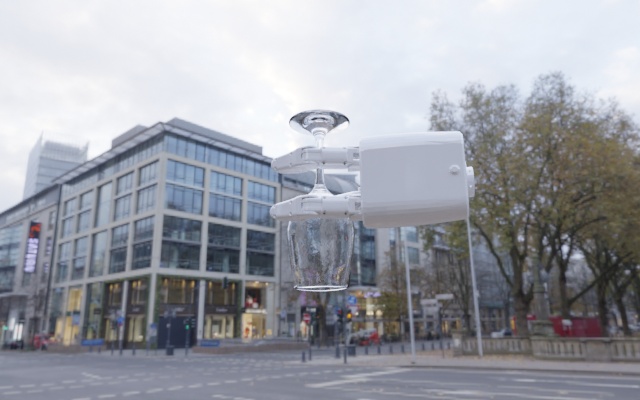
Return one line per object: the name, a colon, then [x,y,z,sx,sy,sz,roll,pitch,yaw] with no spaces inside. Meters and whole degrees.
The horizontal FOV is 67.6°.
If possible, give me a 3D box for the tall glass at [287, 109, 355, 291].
tall glass: [0.000,0.001,0.553,0.079,0.201,0.079,-1,-14,0]
